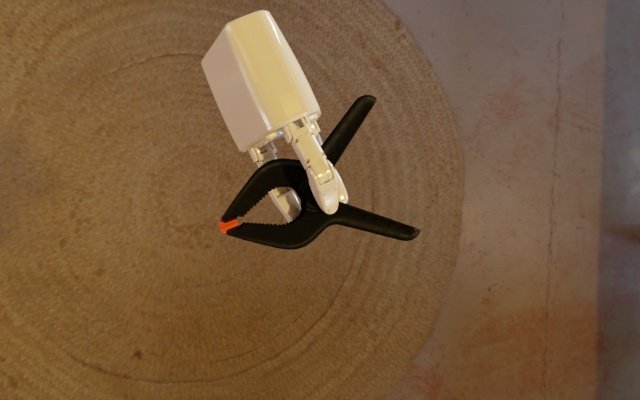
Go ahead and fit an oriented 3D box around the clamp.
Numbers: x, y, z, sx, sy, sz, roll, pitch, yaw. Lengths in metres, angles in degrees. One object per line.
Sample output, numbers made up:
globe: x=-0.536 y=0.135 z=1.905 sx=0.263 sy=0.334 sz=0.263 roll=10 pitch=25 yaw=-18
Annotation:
clamp: x=0.000 y=0.002 z=0.500 sx=0.210 sy=0.164 sz=0.036 roll=-27 pitch=4 yaw=-13
